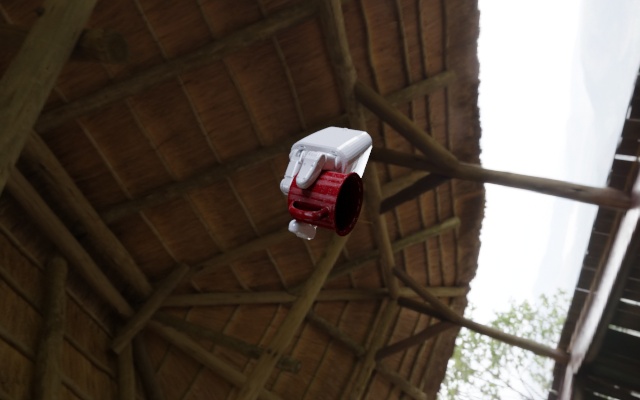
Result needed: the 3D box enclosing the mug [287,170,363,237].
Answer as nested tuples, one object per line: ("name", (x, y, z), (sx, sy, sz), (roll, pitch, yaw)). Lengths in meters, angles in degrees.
("mug", (-0.001, 0.003, 0.679), (0.081, 0.093, 0.117), (12, 27, 27))
